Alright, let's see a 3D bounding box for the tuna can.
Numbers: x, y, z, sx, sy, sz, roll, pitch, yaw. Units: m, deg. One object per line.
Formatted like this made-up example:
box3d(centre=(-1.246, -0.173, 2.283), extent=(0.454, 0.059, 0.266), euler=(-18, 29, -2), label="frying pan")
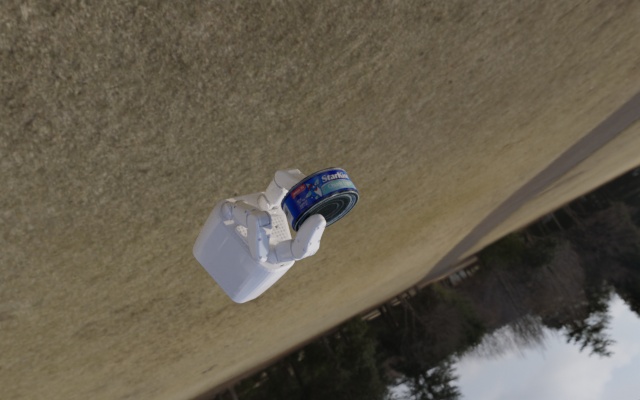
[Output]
box3d(centre=(0.000, 0.002, 0.542), extent=(0.086, 0.033, 0.086), euler=(-26, -22, -11), label="tuna can")
